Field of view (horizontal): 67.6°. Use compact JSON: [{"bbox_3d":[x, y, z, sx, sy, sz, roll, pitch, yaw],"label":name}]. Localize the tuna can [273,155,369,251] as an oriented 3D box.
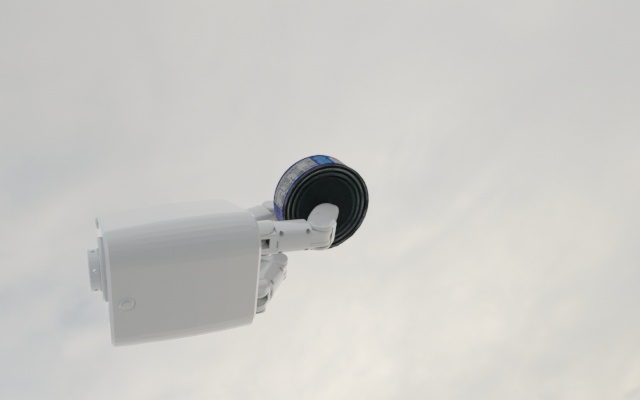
[{"bbox_3d":[0.000,0.001,0.448,0.086,0.086,0.033,0,22,-26],"label":"tuna can"}]
